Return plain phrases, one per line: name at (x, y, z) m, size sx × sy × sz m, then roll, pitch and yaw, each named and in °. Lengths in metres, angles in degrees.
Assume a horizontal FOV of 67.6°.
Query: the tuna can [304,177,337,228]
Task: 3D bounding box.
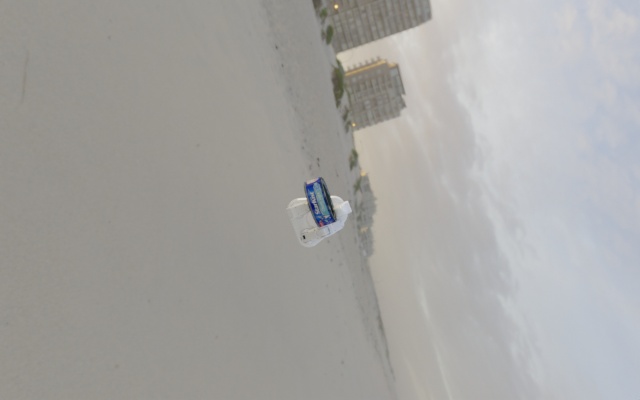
tuna can at (0.001, 0.003, 0.846) m, size 0.034 × 0.086 × 0.086 m, roll -18°, pitch -2°, yaw 7°
